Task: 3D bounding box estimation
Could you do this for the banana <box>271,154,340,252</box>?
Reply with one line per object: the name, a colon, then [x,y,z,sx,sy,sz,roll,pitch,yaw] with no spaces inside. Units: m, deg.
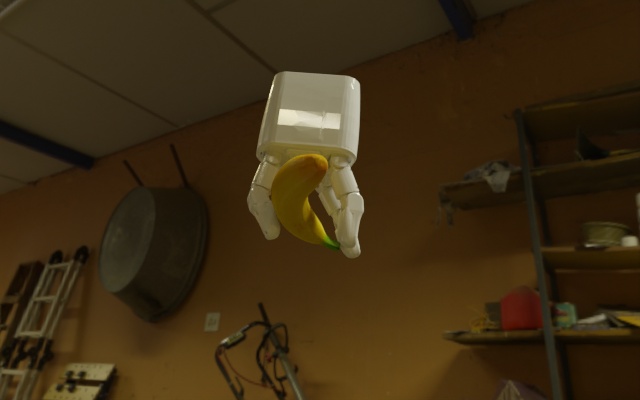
banana: [-0.018,0.001,0.489,0.069,0.037,0.198,6,-24,10]
